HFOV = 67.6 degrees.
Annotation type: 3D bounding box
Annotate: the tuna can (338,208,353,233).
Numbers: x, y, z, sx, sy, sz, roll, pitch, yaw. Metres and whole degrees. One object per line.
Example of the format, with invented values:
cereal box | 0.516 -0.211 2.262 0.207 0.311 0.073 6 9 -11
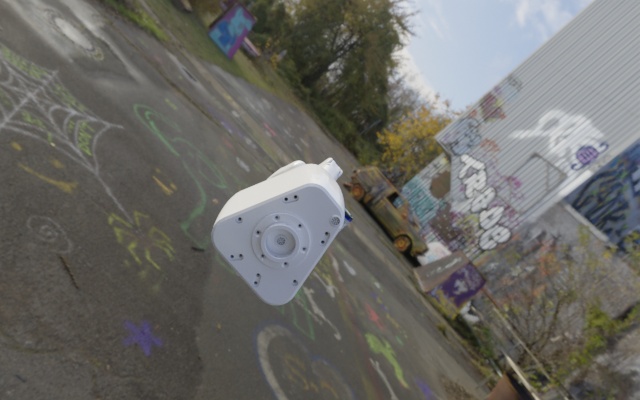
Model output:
tuna can | 0.001 0.001 0.579 0.034 0.086 0.086 -42 -4 4
